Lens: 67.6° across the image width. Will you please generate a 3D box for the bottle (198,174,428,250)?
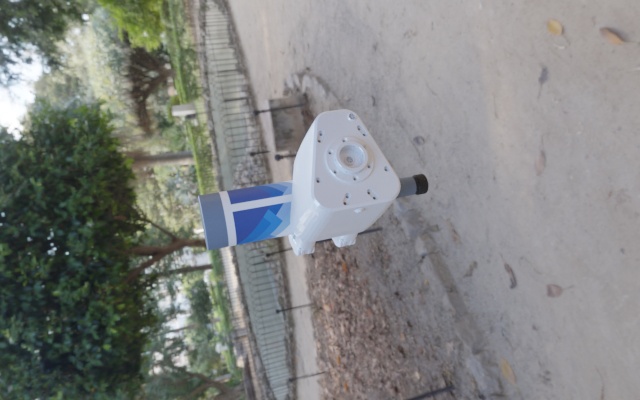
[{"bbox_3d":[0.000,0.002,0.605,0.295,0.069,0.069,-10,3,-16],"label":"bottle"}]
